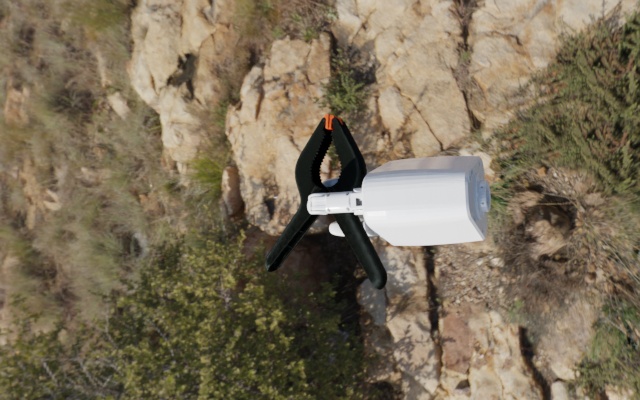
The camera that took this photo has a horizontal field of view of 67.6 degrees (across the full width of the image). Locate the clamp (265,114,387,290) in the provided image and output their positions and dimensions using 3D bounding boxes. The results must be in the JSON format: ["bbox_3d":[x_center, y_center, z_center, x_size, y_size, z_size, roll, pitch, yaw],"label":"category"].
[{"bbox_3d":[0.000,0.001,0.588,0.164,0.210,0.036,-4,-4,27],"label":"clamp"}]
